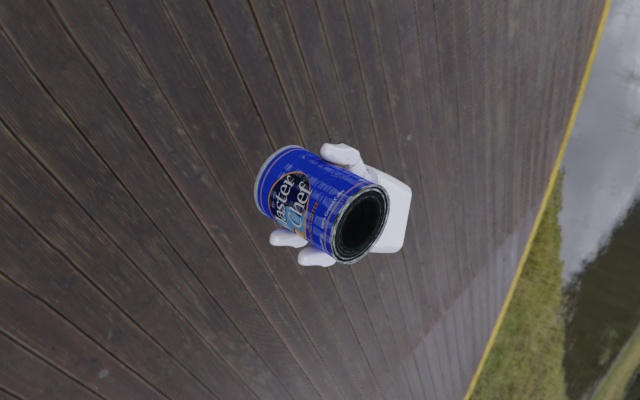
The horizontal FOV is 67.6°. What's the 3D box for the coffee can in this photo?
[{"bbox_3d":[0.000,0.002,0.594,0.140,0.103,0.103,29,19,37],"label":"coffee can"}]
